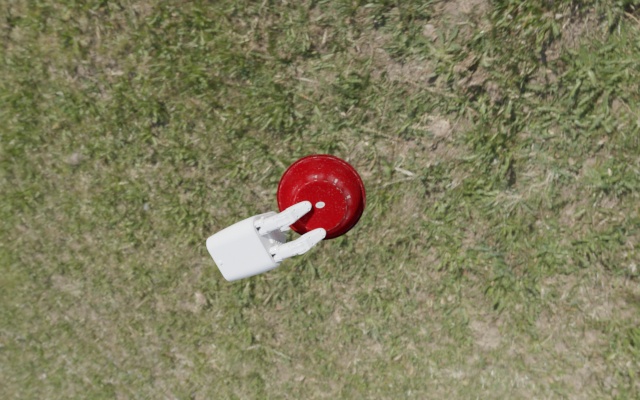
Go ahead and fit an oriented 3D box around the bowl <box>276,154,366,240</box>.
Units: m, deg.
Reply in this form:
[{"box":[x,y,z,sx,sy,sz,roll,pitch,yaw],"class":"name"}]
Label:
[{"box":[0.001,0.002,0.835,0.162,0.162,0.055,0,16,2],"class":"bowl"}]
